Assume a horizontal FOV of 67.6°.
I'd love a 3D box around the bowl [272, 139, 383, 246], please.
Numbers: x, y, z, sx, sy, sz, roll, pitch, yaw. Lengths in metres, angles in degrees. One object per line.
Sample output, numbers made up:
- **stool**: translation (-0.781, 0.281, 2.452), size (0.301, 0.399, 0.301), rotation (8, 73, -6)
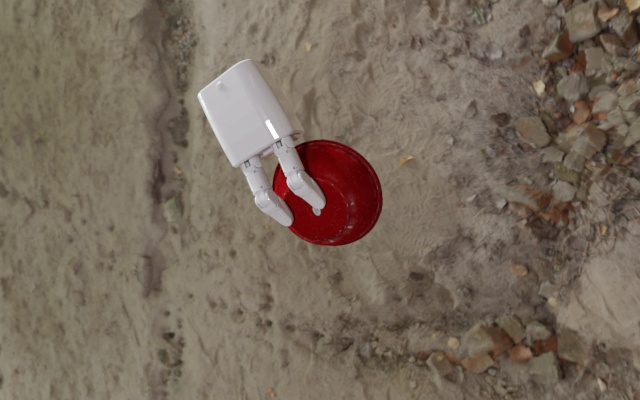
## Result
- **bowl**: translation (0.001, 0.003, 0.647), size (0.162, 0.162, 0.055), rotation (0, 23, 19)
